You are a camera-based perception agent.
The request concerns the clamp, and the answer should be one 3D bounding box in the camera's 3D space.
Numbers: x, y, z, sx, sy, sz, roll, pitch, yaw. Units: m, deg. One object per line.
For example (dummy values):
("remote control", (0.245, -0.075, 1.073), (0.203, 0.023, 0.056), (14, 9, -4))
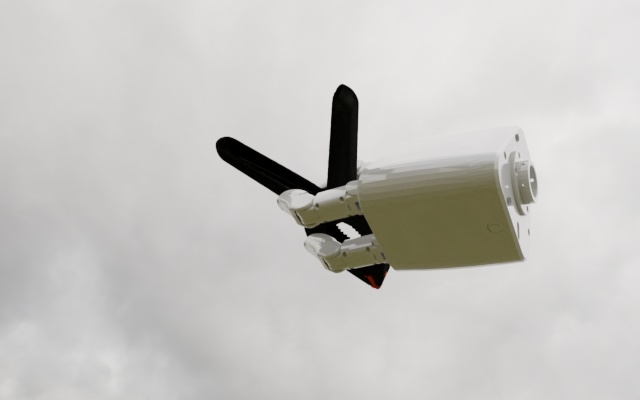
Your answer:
("clamp", (0.001, 0.001, 0.456), (0.164, 0.210, 0.036), (-6, 35, 37))
